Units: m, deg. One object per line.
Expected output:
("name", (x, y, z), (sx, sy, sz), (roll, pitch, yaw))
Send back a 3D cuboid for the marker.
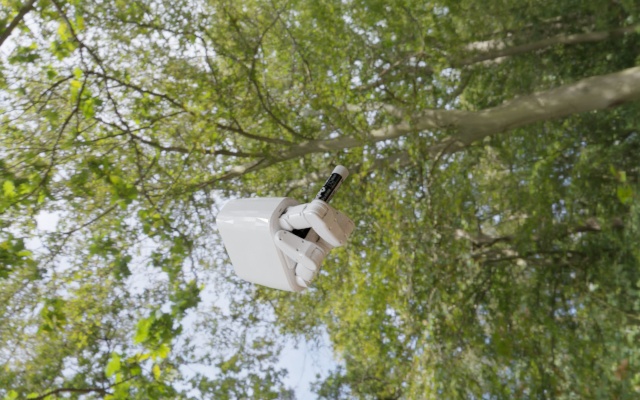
("marker", (0.000, 0.002, 0.588), (0.020, 0.020, 0.121), (0, 43, 40))
